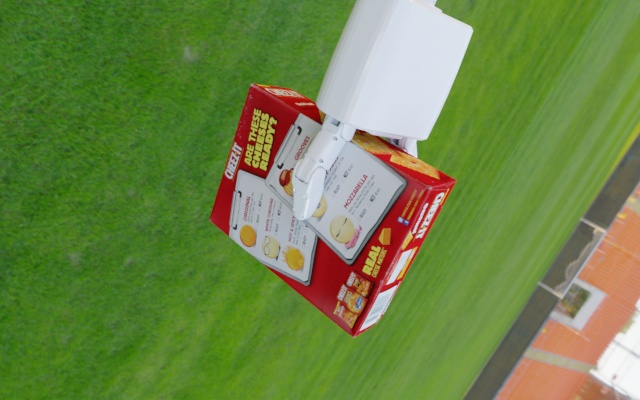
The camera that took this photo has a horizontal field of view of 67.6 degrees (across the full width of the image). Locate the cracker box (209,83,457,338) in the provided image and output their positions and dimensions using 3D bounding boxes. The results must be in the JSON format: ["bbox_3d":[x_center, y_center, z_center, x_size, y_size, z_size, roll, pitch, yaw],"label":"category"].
[{"bbox_3d":[0.000,0.002,0.479,0.213,0.164,0.072,34,25,27],"label":"cracker box"}]
